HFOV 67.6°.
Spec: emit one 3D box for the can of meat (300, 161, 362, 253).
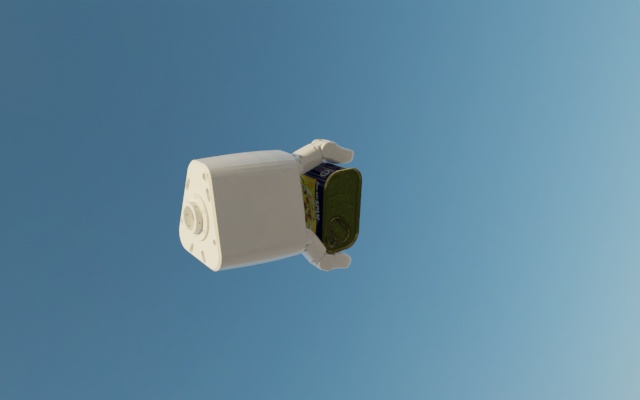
[{"bbox_3d":[0.000,0.002,0.586,0.057,0.102,0.084,-14,25,-38],"label":"can of meat"}]
